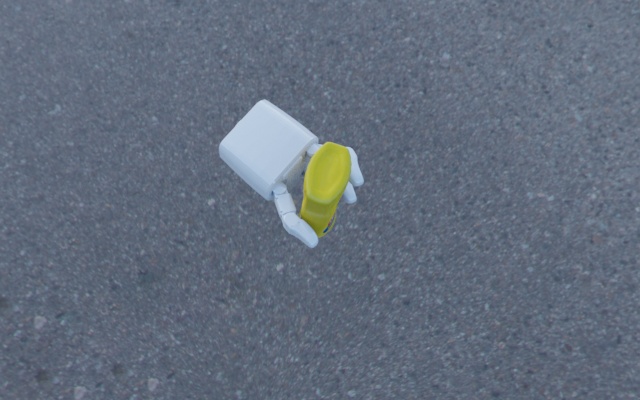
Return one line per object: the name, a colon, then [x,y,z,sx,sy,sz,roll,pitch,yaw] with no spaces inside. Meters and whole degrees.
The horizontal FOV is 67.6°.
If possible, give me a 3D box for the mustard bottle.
mustard bottle: [0.000,0.002,0.708,0.058,0.096,0.192,17,-27,1]
